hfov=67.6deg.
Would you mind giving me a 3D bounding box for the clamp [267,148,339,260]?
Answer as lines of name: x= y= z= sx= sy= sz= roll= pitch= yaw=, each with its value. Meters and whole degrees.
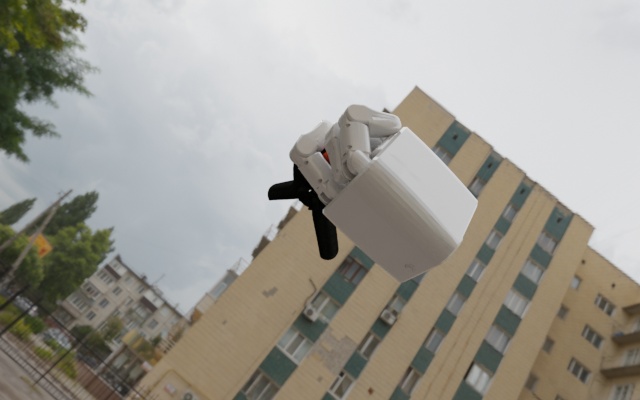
clamp: x=0.000 y=0.001 z=0.544 sx=0.039 sy=0.120 sz=0.171 roll=-43 pitch=-2 yaw=-29
